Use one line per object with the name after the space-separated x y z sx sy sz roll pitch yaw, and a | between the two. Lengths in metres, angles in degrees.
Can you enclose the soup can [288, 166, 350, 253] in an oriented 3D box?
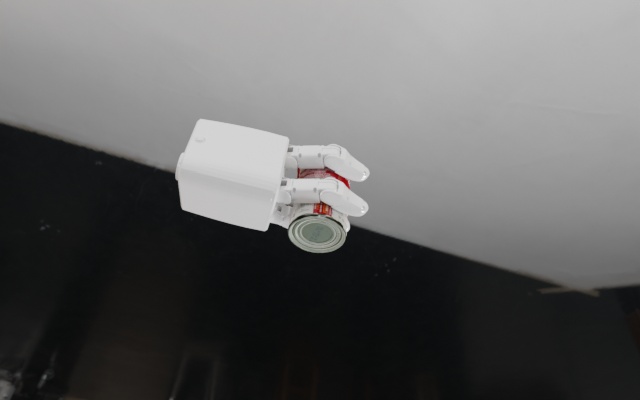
0.001 0.002 0.566 0.068 0.102 0.069 4 -42 3 | soup can
